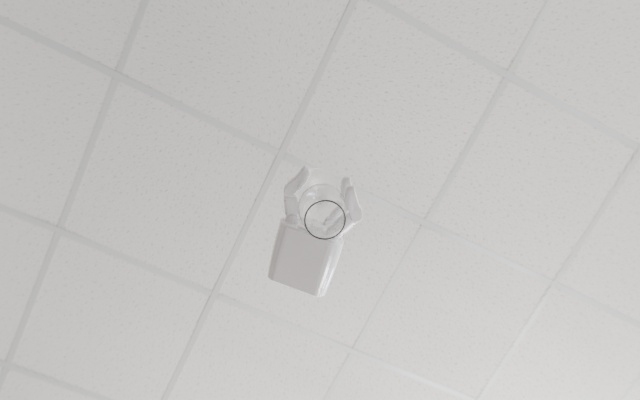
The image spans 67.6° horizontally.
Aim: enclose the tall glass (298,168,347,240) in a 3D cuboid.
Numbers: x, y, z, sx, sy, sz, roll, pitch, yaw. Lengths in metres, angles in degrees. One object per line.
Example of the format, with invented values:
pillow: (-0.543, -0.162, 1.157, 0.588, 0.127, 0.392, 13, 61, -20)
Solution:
tall glass: (0.000, 0.002, 0.796, 0.079, 0.079, 0.201, 0, 15, -4)
